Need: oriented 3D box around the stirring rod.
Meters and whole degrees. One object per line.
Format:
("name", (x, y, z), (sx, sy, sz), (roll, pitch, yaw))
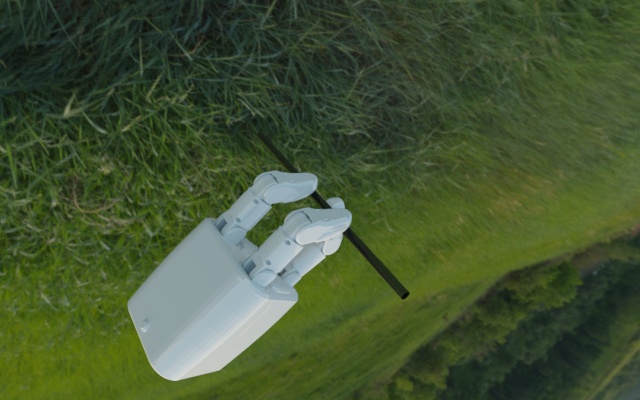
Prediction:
("stirring rod", (0.000, 0.001, 0.434), (0.011, 0.011, 0.239), (0, 36, -42))
